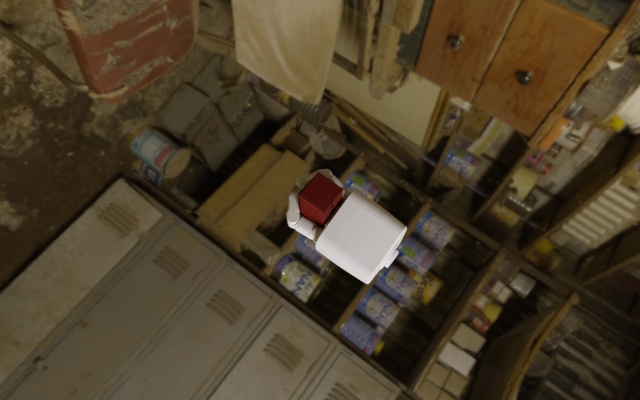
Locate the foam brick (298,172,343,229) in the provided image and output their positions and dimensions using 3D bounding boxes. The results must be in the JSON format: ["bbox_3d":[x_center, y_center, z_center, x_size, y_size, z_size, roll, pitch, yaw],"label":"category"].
[{"bbox_3d":[0.000,0.002,0.769,0.051,0.053,0.078,35,-21,15],"label":"foam brick"}]
